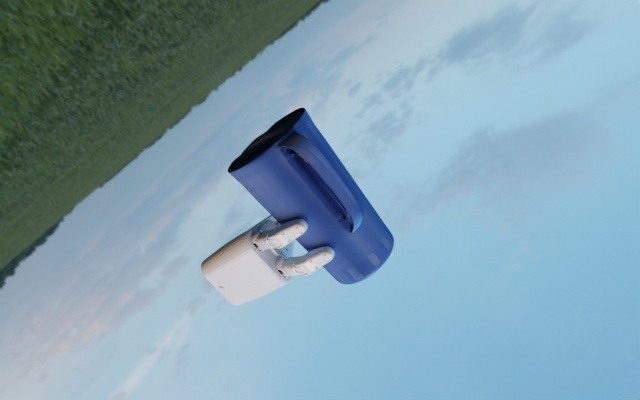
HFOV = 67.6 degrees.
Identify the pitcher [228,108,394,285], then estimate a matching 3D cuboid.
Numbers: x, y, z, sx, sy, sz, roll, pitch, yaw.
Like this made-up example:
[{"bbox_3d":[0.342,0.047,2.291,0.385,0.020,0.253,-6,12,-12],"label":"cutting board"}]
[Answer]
[{"bbox_3d":[0.000,0.002,0.663,0.145,0.243,0.149,-31,20,25],"label":"pitcher"}]
